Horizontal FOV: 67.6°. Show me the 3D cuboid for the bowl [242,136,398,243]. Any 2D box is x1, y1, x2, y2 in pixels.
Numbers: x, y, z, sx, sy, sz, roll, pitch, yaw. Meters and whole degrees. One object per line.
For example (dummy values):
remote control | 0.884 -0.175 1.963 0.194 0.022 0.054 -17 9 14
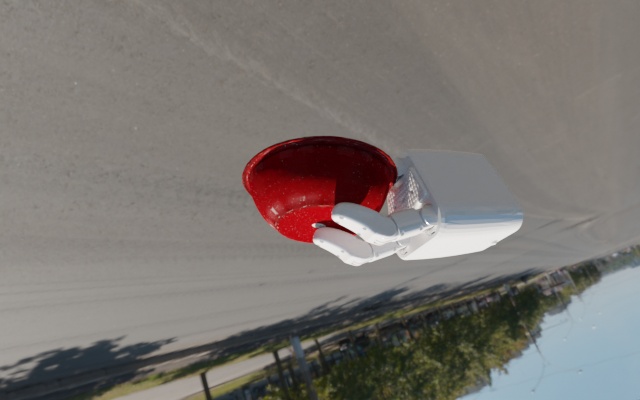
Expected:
bowl | -0.001 0.002 0.489 0.162 0.055 0.162 -1 -27 -1
